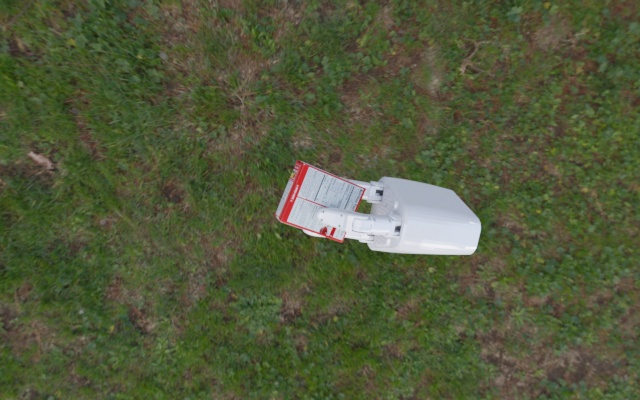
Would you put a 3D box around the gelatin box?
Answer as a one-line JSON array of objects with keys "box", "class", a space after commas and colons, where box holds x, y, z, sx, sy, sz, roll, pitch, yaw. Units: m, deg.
[{"box": [0.000, 0.002, 0.571, 0.089, 0.073, 0.030, 20, 5, -23], "class": "gelatin box"}]
